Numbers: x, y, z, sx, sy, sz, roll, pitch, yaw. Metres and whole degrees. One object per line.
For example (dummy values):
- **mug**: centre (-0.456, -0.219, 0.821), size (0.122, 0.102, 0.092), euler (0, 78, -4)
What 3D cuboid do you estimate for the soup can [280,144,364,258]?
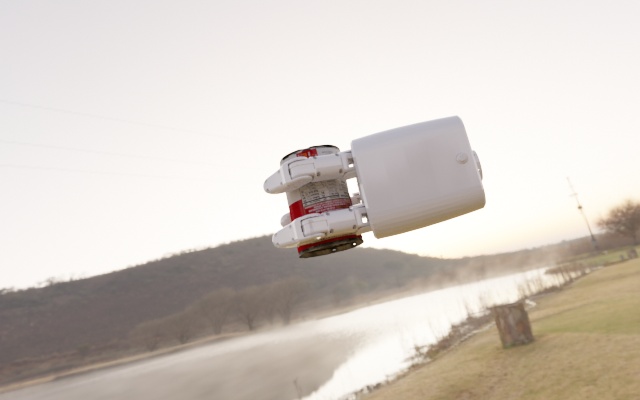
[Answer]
- **soup can**: centre (0.000, 0.001, 0.490), size (0.068, 0.102, 0.068), euler (-13, -12, -3)
